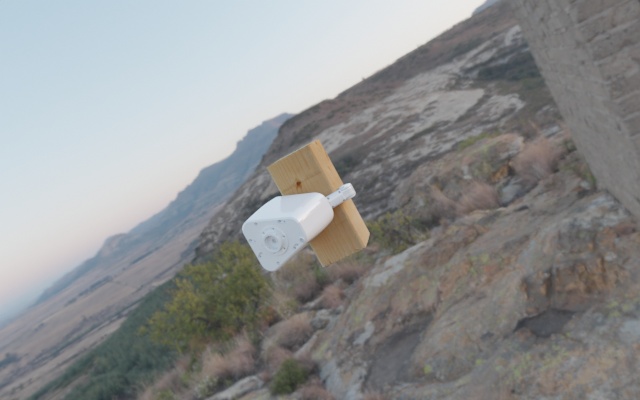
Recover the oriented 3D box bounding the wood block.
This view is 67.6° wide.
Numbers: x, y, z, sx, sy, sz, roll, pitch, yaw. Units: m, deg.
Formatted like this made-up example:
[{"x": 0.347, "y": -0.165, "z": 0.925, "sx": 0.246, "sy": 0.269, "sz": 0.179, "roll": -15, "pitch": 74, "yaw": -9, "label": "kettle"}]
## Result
[{"x": 0.000, "y": 0.003, "z": 0.873, "sx": 0.091, "sy": 0.206, "sz": 0.090, "roll": -27, "pitch": 8, "yaw": 16, "label": "wood block"}]
